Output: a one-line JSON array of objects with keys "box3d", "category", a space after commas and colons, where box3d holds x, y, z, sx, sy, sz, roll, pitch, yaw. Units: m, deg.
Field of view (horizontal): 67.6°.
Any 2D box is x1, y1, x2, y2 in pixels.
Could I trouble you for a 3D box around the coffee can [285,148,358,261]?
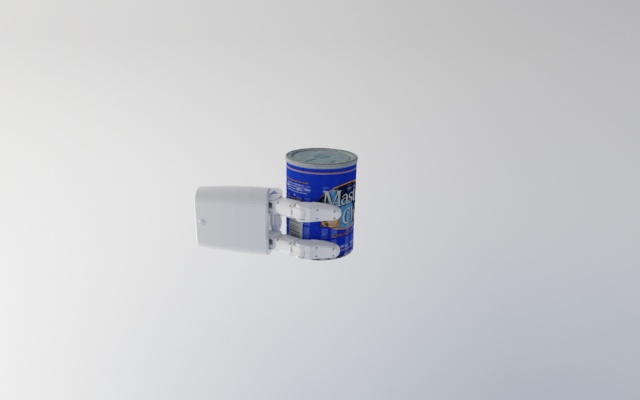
[{"box3d": [0.000, 0.002, 0.694, 0.103, 0.140, 0.102, 1, 19, 0], "category": "coffee can"}]
